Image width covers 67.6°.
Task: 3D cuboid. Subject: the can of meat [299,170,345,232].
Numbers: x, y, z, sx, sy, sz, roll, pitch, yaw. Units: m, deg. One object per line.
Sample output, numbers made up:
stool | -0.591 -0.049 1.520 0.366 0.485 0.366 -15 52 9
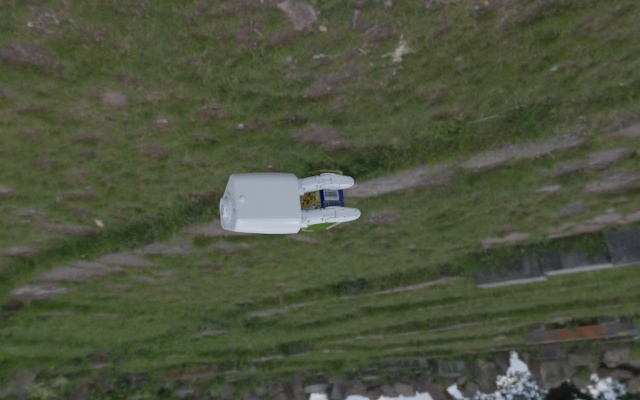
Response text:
can of meat | 0.000 0.003 0.831 0.057 0.084 0.102 2 -18 -28
